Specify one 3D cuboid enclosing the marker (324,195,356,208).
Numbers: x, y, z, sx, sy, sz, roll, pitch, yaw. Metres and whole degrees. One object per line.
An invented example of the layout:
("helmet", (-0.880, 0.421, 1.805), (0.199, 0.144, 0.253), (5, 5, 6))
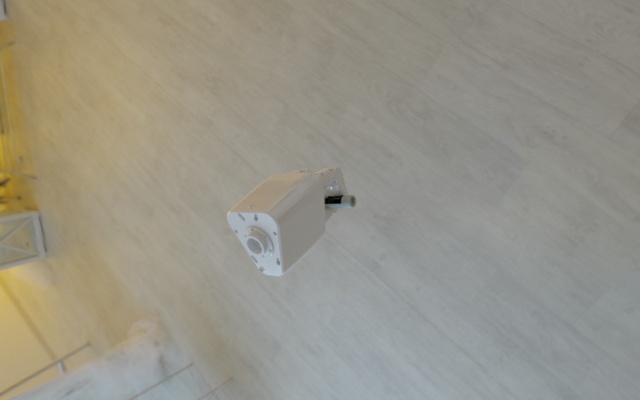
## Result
("marker", (0.000, 0.002, 0.740), (0.121, 0.020, 0.020), (-1, -1, 37))
